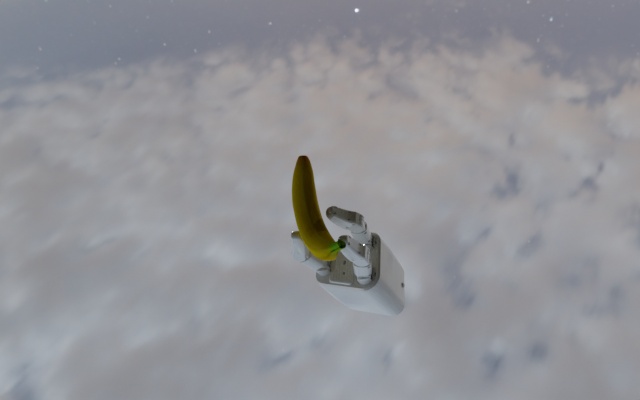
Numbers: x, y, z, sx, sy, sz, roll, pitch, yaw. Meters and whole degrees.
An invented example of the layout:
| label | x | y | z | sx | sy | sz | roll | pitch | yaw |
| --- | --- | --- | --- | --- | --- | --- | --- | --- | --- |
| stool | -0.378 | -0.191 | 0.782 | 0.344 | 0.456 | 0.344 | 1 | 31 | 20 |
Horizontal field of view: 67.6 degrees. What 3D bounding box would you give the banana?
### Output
| label | x | y | z | sx | sy | sz | roll | pitch | yaw |
| --- | --- | --- | --- | --- | --- | --- | --- | --- | --- |
| banana | -0.009 | 0.018 | 0.664 | 0.037 | 0.070 | 0.197 | 16 | 32 | -33 |
